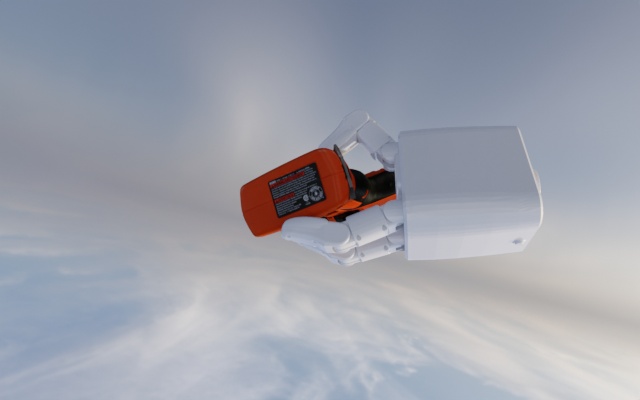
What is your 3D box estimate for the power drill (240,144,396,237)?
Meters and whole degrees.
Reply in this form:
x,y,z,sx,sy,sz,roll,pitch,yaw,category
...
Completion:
x,y,z,sx,sy,sz,roll,pitch,yaw,category
0.000,0.002,0.502,0.184,0.057,0.187,-24,-11,24,power drill
